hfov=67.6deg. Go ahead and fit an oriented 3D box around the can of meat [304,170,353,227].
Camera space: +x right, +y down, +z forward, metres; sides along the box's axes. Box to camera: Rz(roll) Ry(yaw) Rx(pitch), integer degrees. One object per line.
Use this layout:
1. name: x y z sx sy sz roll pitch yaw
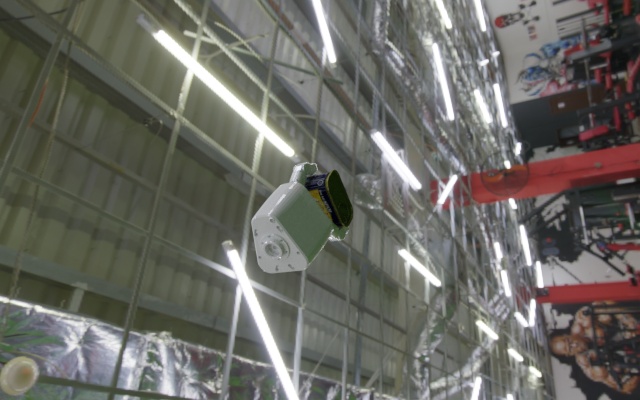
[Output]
1. can of meat: 0.000 0.003 0.853 0.084 0.102 0.057 -10 28 27
